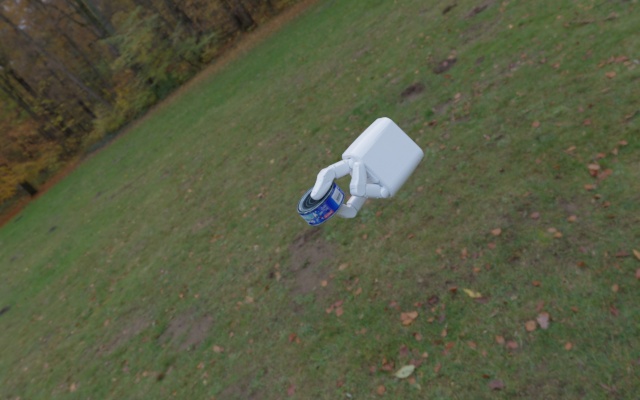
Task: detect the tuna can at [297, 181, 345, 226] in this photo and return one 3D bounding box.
[{"bbox_3d":[0.000,0.002,0.854,0.034,0.086,0.086,47,-24,-24],"label":"tuna can"}]
